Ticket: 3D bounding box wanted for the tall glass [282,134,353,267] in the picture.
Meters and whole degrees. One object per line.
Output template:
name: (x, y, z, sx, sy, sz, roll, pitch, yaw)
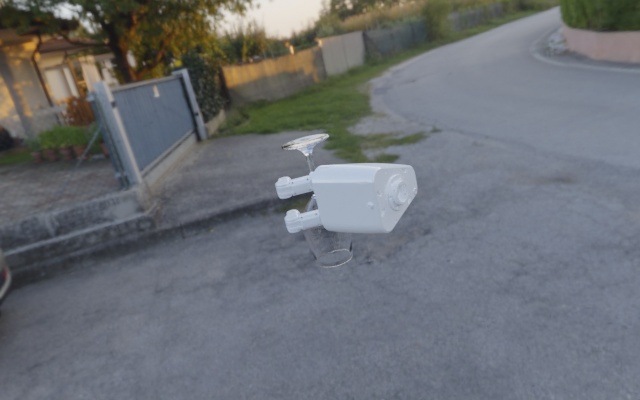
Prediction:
tall glass: (0.000, 0.002, 0.751, 0.079, 0.201, 0.079, -13, 17, 4)
